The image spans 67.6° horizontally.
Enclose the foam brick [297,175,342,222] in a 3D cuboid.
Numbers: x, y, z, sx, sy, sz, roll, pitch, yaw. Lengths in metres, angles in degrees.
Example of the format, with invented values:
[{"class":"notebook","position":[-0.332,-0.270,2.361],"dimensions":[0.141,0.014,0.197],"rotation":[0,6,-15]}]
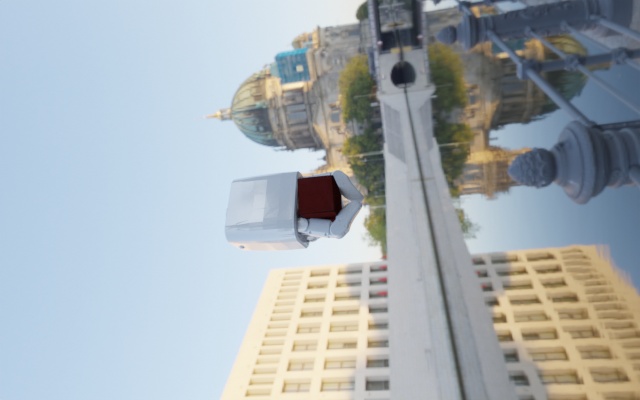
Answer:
[{"class":"foam brick","position":[0.000,0.002,0.677],"dimensions":[0.051,0.053,0.078],"rotation":[-4,-17,9]}]
